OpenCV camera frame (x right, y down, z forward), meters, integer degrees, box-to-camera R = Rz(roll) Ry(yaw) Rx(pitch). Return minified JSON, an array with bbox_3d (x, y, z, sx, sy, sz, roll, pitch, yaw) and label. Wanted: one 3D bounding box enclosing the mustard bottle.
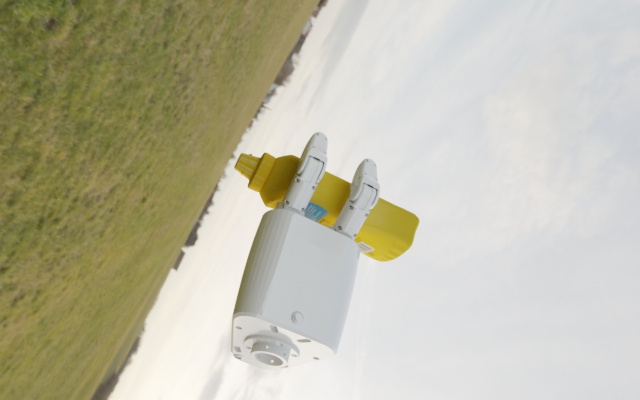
[{"bbox_3d":[0.000,0.001,0.500,0.191,0.058,0.096,26,-17,-13],"label":"mustard bottle"}]
